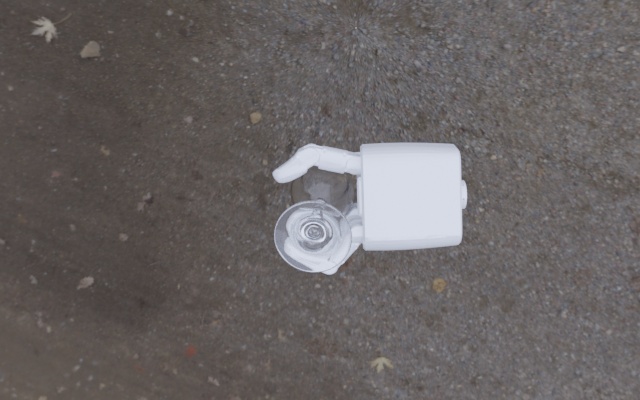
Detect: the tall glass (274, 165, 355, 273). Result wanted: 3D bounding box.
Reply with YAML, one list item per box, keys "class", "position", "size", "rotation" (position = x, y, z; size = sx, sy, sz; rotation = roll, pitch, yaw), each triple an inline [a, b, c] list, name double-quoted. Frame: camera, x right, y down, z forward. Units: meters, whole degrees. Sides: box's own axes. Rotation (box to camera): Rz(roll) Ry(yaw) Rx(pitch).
- class: "tall glass"
  position: [0.000, 0.002, 0.543]
  size: [0.079, 0.079, 0.201]
  rotation: [0, 20, 4]
